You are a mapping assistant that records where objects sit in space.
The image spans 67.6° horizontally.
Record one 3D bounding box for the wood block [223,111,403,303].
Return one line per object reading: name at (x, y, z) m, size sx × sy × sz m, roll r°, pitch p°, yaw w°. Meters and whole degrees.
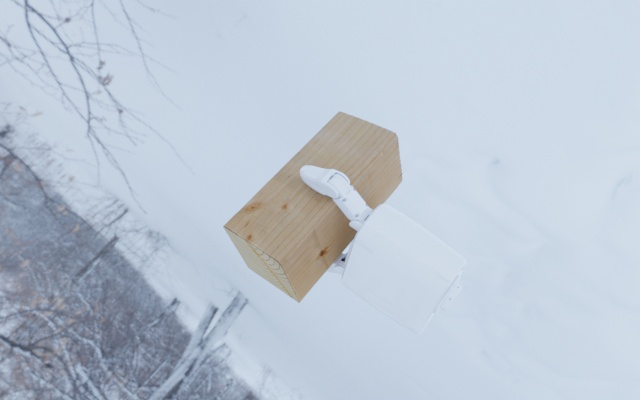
wood block at (0.000, 0.002, 0.563) m, size 0.090 × 0.206 × 0.091 m, roll 28°, pitch -27°, yaw 31°
